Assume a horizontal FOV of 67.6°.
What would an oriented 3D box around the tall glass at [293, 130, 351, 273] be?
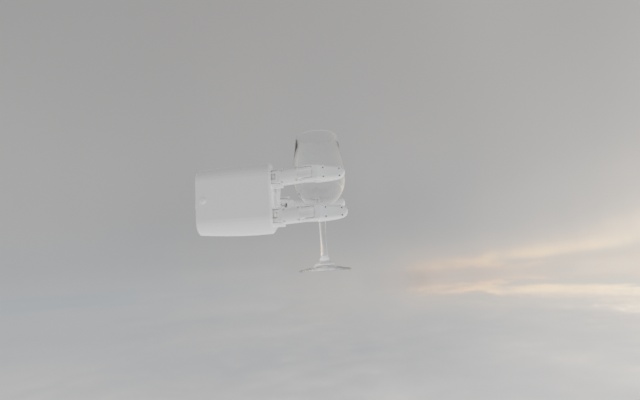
[{"bbox_3d":[0.000,0.003,0.695,0.079,0.201,0.079,-3,-10,-1],"label":"tall glass"}]
